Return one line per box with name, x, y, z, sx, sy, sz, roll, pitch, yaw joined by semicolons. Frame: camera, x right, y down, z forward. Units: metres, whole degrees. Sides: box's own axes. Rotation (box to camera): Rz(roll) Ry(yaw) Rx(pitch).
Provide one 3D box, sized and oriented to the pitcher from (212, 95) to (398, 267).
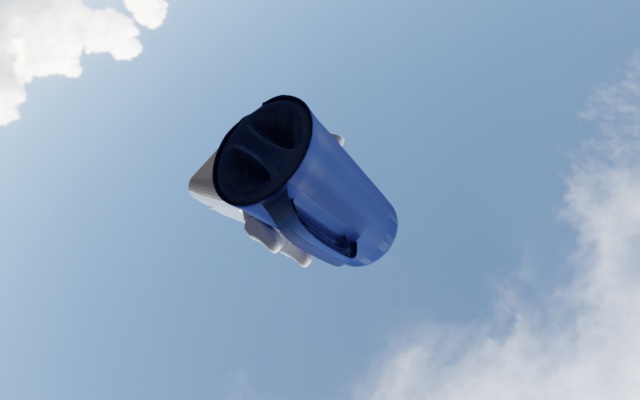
pitcher;0.000;0.002;0.574;0.145;0.149;0.243;10;-19;40
